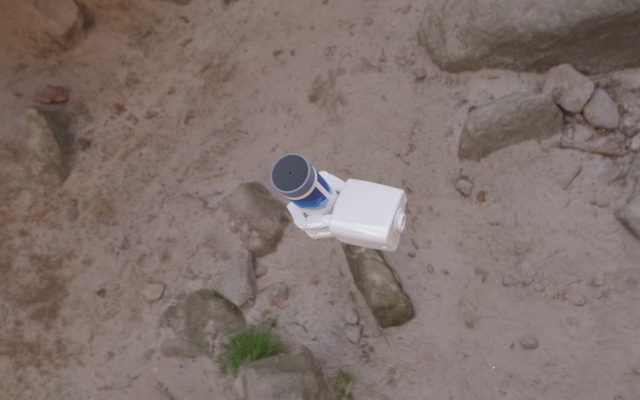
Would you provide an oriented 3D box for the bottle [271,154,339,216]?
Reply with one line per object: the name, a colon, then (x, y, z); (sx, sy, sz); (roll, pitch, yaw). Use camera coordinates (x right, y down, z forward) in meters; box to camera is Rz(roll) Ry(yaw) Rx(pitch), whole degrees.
bottle: (0.000, 0.003, 0.875); (0.069, 0.069, 0.296); (0, -18, 20)
